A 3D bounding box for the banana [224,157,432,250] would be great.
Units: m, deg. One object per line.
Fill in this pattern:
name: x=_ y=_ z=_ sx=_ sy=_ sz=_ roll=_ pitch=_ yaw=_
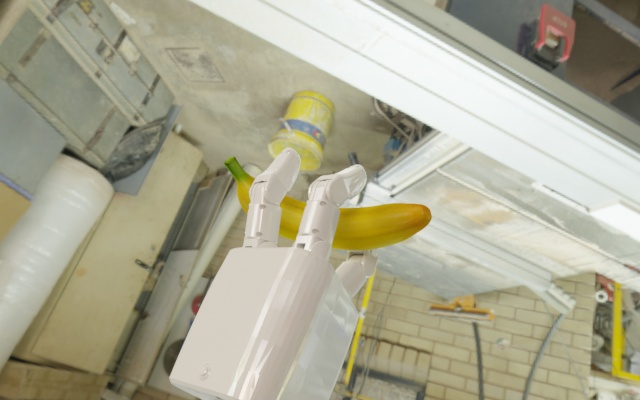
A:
banana: x=-0.001 y=0.013 z=0.426 sx=0.198 sy=0.037 sz=0.070 roll=14 pitch=-39 yaw=21
